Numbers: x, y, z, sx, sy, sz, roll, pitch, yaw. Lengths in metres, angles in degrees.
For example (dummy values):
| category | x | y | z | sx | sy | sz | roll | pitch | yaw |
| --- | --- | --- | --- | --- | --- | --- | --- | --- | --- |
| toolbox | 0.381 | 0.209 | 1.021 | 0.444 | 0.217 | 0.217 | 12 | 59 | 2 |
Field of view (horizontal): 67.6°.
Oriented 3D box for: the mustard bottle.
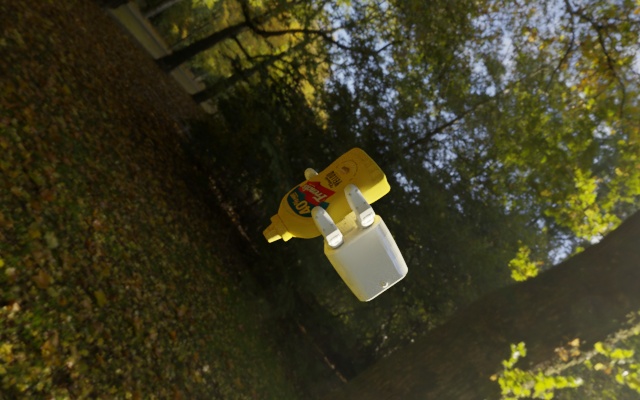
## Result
| category | x | y | z | sx | sy | sz | roll | pitch | yaw |
| --- | --- | --- | --- | --- | --- | --- | --- | --- | --- |
| mustard bottle | 0.000 | 0.002 | 0.707 | 0.191 | 0.058 | 0.096 | -33 | 44 | -3 |
